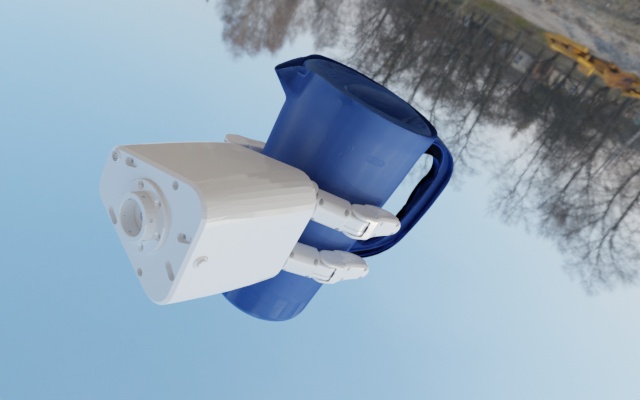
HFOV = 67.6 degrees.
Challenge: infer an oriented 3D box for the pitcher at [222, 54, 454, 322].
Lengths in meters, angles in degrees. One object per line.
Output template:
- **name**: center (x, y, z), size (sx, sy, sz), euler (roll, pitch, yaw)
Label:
- **pitcher**: center (0.000, 0.001, 0.458), size (0.149, 0.243, 0.145), euler (43, 27, 24)
